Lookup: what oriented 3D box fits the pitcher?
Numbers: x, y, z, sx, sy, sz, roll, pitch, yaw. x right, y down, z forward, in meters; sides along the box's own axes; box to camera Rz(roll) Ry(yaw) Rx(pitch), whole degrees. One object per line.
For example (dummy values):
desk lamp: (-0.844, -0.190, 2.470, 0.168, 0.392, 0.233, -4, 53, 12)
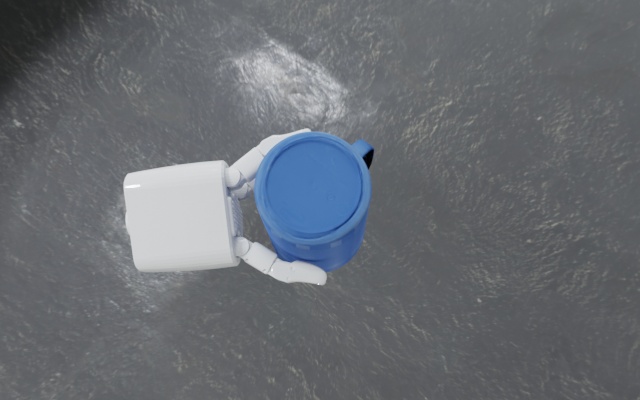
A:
pitcher: (0.000, 0.002, 0.545, 0.145, 0.149, 0.243, -5, -11, -1)
